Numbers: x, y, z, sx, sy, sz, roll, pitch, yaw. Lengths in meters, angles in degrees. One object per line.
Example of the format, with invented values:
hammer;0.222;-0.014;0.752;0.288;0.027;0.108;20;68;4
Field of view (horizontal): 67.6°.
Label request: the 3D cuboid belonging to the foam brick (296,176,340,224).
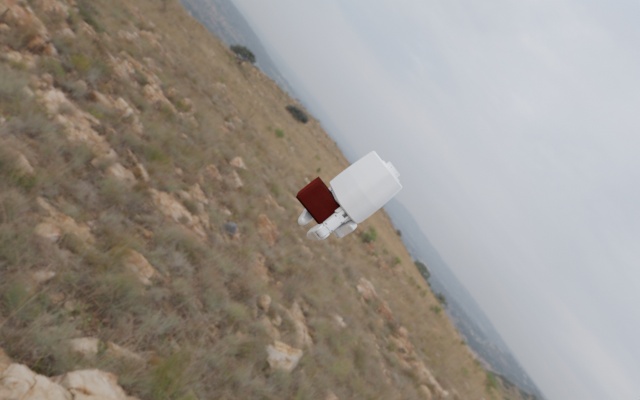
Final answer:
foam brick;0.000;0.003;0.877;0.051;0.078;0.053;-38;10;9
